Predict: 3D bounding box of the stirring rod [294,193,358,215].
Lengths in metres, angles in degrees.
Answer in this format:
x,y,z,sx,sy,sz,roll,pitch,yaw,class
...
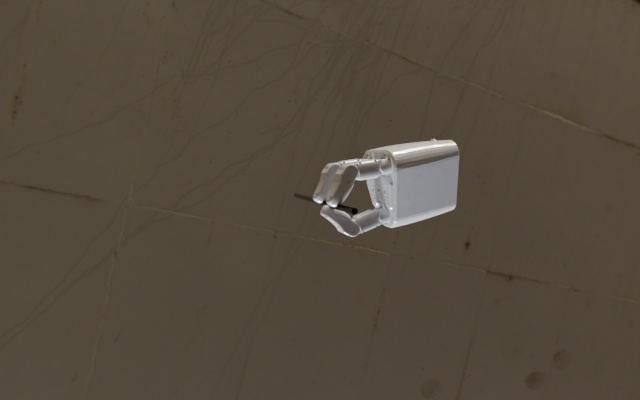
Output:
x,y,z,sx,sy,sz,roll,pitch,yaw,class
0.000,0.002,0.679,0.011,0.011,0.239,0,5,-20,stirring rod
